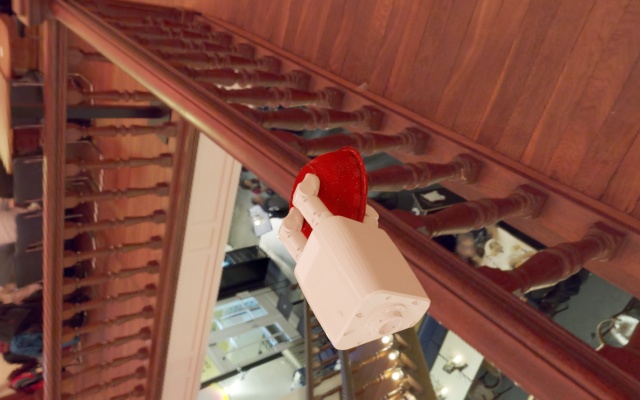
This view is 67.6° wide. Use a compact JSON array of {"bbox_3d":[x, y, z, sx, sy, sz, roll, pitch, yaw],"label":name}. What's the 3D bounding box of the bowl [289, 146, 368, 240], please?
[{"bbox_3d":[-0.001,0.001,0.638,0.055,0.162,0.162,10,-4,-23],"label":"bowl"}]
